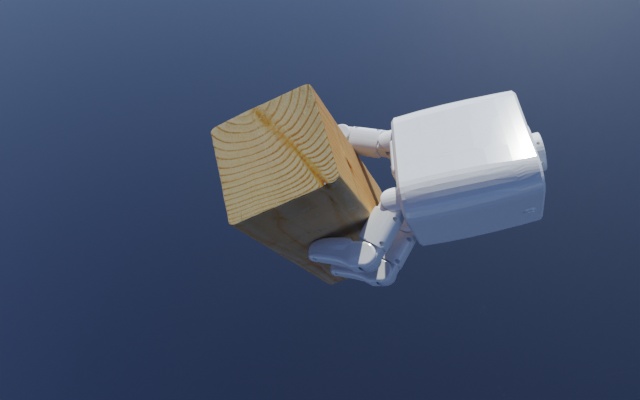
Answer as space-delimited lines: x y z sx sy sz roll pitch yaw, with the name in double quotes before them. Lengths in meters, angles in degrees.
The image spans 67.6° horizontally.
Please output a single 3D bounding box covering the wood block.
"wood block" 0.000 0.001 0.436 0.090 0.090 0.206 -23 -28 12
